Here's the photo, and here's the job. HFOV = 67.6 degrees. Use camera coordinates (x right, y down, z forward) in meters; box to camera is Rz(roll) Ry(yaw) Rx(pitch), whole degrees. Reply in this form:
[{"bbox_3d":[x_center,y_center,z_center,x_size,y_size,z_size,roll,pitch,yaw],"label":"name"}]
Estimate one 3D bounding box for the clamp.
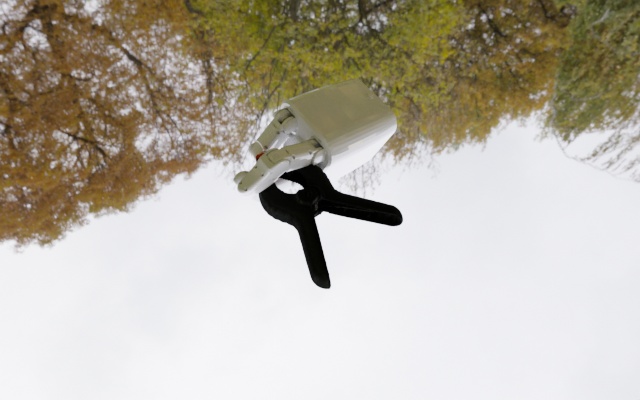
[{"bbox_3d":[0.000,0.002,0.508,0.120,0.171,0.039,-27,-29,-27],"label":"clamp"}]
